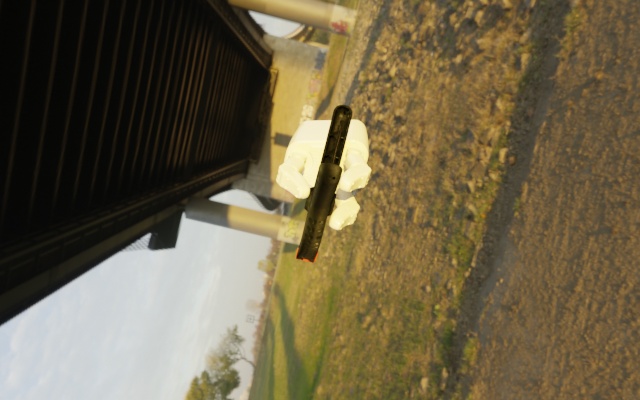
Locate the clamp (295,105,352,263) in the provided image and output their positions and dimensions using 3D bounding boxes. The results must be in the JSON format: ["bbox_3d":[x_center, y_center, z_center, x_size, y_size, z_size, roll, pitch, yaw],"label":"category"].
[{"bbox_3d":[-0.001,0.002,0.592,0.036,0.210,0.164,15,28,0],"label":"clamp"}]
